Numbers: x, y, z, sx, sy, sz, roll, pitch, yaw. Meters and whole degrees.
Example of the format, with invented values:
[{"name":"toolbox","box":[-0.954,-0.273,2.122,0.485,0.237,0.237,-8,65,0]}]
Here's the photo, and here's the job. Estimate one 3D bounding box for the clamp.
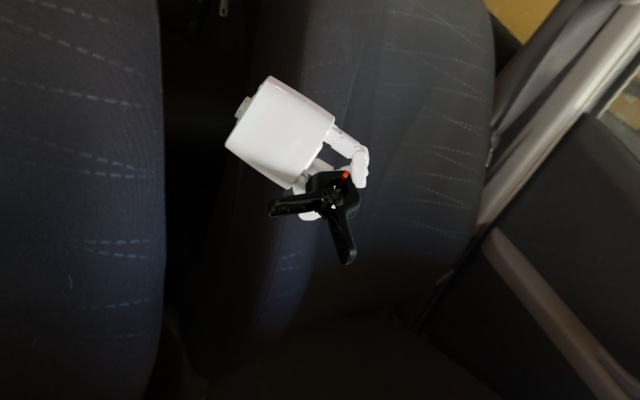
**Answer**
[{"name":"clamp","box":[0.001,0.002,0.617,0.120,0.039,0.171,33,30,-10]}]
